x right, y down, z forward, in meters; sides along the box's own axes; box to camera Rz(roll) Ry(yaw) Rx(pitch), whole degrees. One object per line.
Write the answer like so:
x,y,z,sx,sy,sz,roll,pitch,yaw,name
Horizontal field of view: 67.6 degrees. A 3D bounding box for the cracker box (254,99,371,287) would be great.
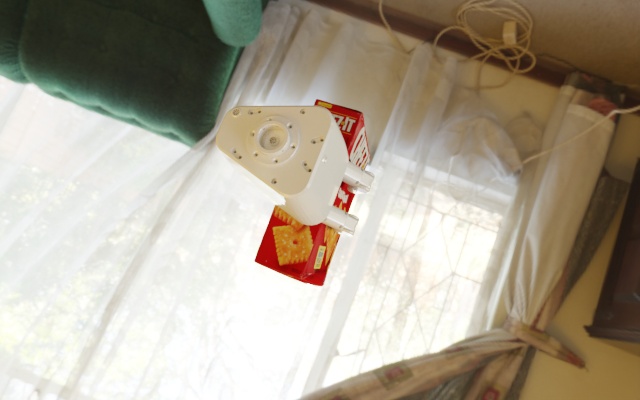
0.000,0.002,0.633,0.072,0.213,0.164,19,-11,13,cracker box
